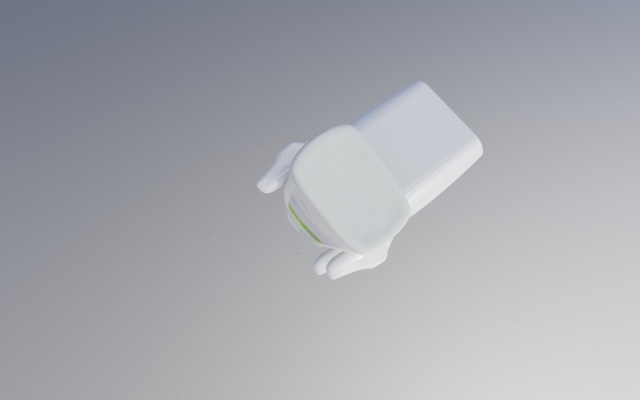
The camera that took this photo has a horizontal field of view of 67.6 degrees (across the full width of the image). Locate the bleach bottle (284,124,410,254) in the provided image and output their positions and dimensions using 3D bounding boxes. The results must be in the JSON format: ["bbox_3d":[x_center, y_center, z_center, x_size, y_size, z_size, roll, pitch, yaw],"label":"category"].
[{"bbox_3d":[0.000,0.002,0.481,0.068,0.102,0.251,-38,4,-12],"label":"bleach bottle"}]
